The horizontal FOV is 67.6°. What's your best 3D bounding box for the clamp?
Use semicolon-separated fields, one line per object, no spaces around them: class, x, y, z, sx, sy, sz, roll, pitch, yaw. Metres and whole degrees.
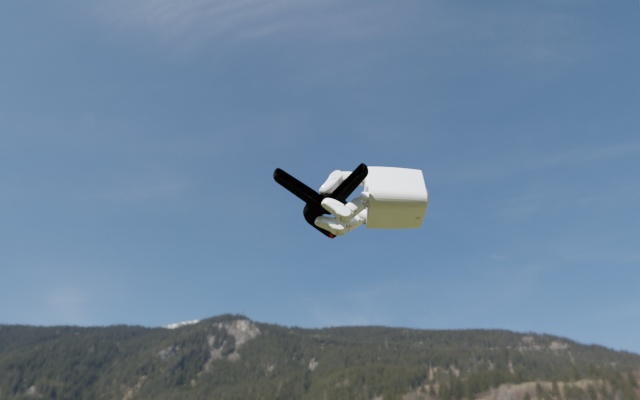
clamp;0.000;0.003;0.892;0.164;0.036;0.210;2;-37;2
